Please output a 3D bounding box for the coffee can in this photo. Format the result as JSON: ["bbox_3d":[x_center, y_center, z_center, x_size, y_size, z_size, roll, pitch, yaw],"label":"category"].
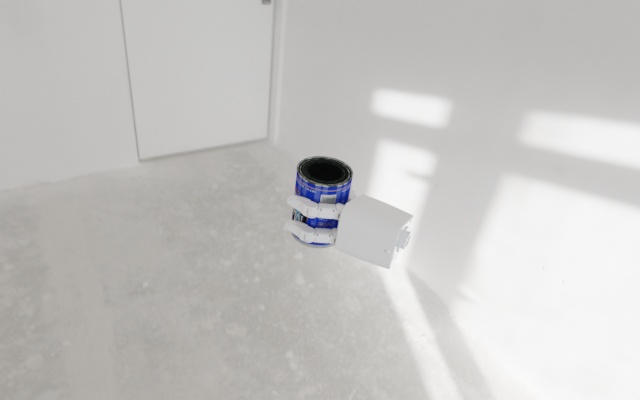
[{"bbox_3d":[0.000,0.003,0.890,0.103,0.140,0.102,5,34,-4],"label":"coffee can"}]
